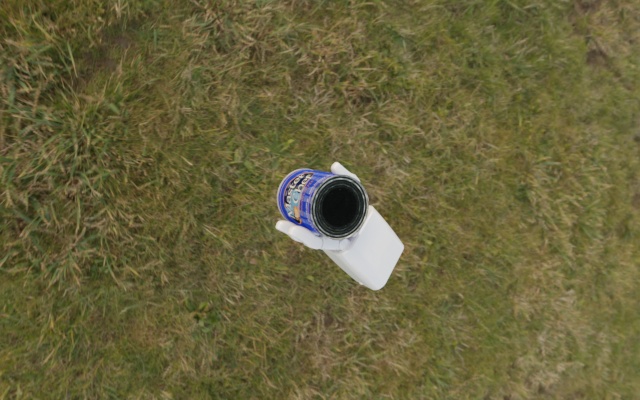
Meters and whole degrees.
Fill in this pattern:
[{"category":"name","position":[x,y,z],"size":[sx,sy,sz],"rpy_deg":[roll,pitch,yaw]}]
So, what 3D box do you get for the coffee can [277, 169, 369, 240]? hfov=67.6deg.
[{"category":"coffee can","position":[0.000,0.002,0.792],"size":[0.103,0.103,0.140],"rpy_deg":[0,7,-26]}]
